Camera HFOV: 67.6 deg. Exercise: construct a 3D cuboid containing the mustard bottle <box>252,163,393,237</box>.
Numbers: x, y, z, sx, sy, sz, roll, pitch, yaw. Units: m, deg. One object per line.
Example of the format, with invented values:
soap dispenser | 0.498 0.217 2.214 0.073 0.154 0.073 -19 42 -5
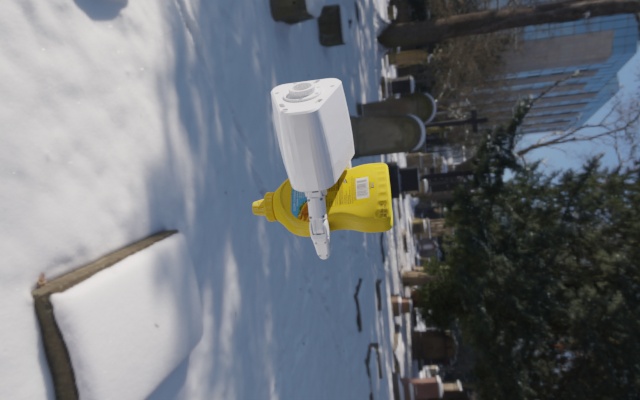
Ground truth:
mustard bottle | 0.000 0.002 0.655 0.191 0.096 0.058 -5 -32 9
